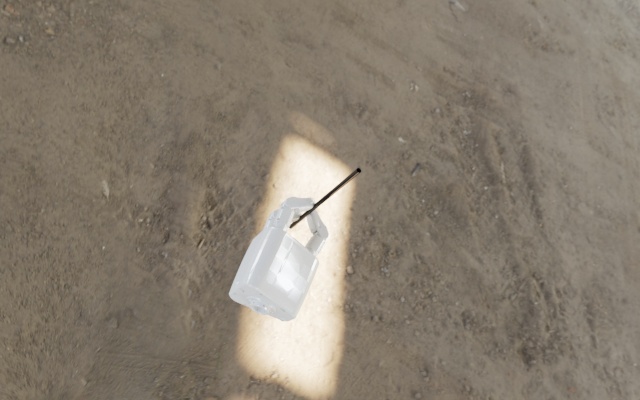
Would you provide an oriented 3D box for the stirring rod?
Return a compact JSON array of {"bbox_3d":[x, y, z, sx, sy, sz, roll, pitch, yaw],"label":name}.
[{"bbox_3d":[0.000,0.003,0.785,0.011,0.011,0.240,0,-23,-30],"label":"stirring rod"}]
